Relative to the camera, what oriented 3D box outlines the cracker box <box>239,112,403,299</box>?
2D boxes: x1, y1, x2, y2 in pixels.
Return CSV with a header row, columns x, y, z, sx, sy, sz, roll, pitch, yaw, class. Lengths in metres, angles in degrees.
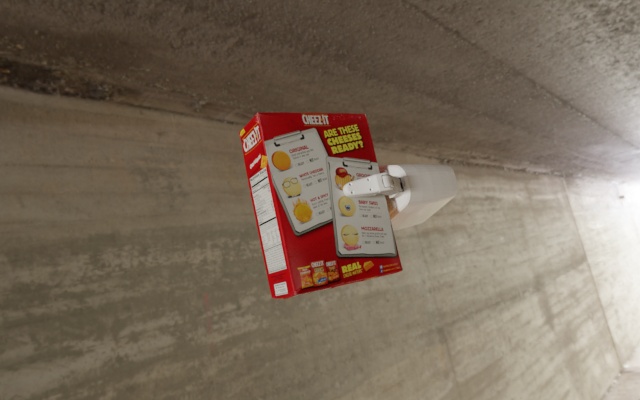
x,y,z,sx,sy,sz,roll,pitch,yaw,class
0.000,0.002,0.599,0.164,0.213,0.072,-6,-11,-34,cracker box
